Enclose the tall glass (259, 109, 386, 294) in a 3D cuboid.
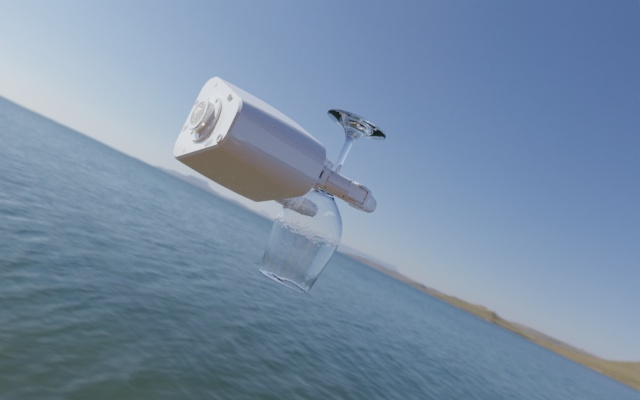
[{"bbox_3d":[0.001,0.001,0.545,0.079,0.201,0.079,24,-4,2],"label":"tall glass"}]
